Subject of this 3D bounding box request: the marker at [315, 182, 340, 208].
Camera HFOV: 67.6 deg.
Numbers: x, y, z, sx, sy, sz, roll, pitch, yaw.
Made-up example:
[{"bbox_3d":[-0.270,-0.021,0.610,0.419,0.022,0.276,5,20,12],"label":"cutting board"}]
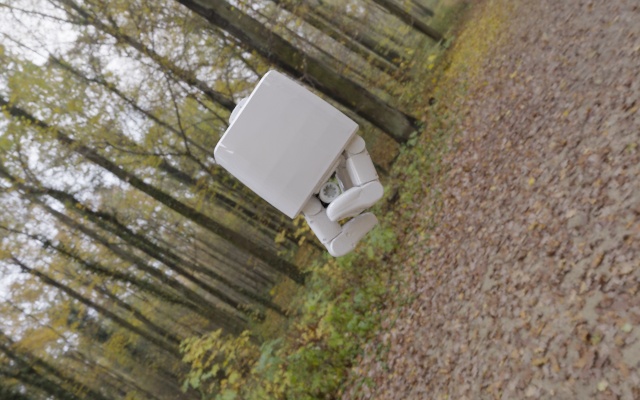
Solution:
[{"bbox_3d":[0.000,0.002,0.524,0.020,0.020,0.121,0,-10,-9],"label":"marker"}]
